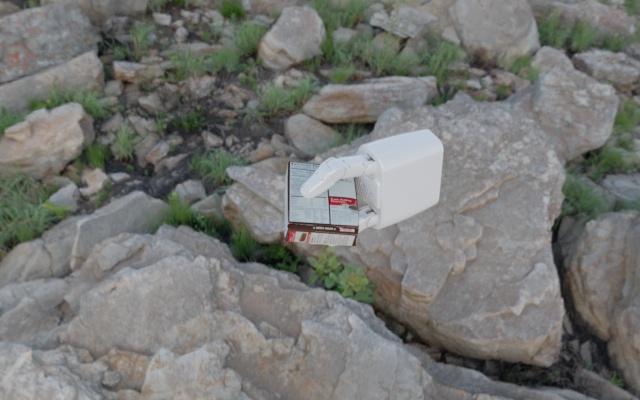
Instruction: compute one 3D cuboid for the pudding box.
[{"bbox_3d":[0.000,0.002,0.605,0.090,0.039,0.113,4,44,-7],"label":"pudding box"}]
